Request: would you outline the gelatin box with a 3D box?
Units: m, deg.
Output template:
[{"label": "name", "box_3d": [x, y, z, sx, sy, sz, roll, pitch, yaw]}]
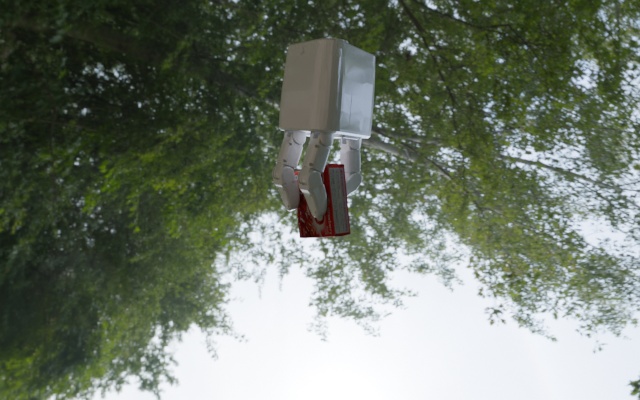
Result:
[{"label": "gelatin box", "box_3d": [0.000, 0.002, 0.603, 0.030, 0.089, 0.073, -4, -2, -39]}]
